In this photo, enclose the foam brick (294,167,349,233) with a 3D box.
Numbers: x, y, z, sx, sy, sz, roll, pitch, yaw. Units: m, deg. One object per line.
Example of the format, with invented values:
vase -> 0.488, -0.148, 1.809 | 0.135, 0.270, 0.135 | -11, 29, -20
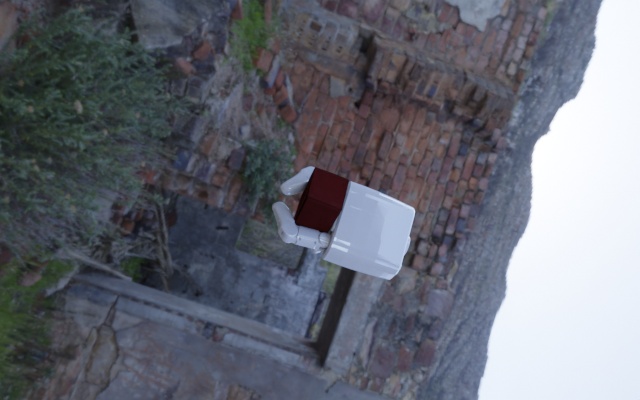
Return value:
foam brick -> 0.000, 0.002, 0.655 | 0.051, 0.053, 0.078 | 20, -34, -6
